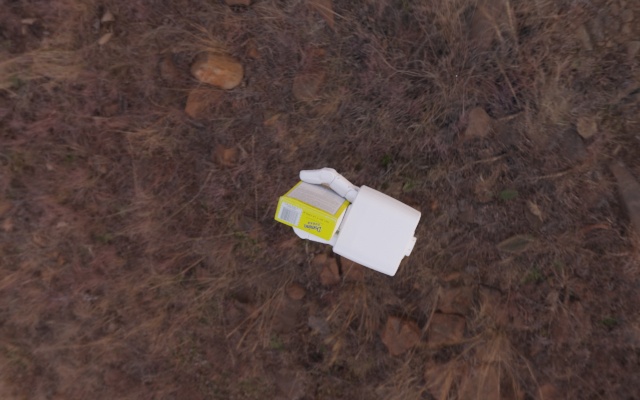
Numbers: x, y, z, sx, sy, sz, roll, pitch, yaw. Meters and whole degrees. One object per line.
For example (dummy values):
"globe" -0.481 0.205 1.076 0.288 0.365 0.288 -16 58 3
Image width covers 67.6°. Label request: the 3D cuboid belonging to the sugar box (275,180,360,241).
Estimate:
"sugar box" 0.000 0.003 0.781 0.093 0.048 0.176 23 19 9
